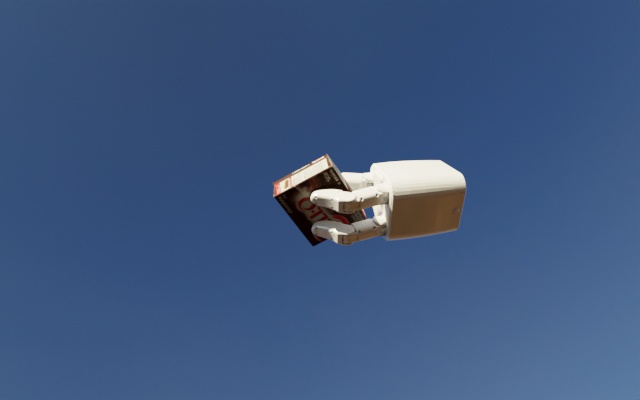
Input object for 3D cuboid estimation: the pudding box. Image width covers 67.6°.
[{"bbox_3d":[0.000,0.002,0.664,0.090,0.113,0.039,-28,34,10],"label":"pudding box"}]
